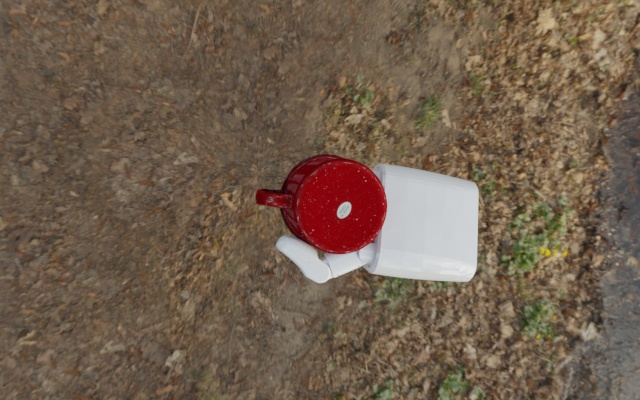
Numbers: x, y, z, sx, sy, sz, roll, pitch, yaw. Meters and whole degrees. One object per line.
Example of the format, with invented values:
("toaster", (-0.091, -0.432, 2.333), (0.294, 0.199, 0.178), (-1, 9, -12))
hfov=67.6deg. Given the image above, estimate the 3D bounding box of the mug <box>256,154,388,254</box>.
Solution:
("mug", (-0.001, 0.001, 0.432), (0.117, 0.093, 0.081), (8, 2, -9))
